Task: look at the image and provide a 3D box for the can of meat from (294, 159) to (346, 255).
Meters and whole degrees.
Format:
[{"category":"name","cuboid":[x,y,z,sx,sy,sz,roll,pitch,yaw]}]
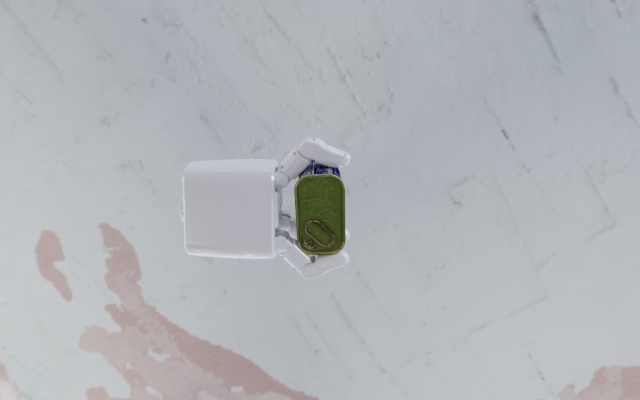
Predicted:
[{"category":"can of meat","cuboid":[0.000,0.002,0.583,0.057,0.102,0.084,-2,24,1]}]
